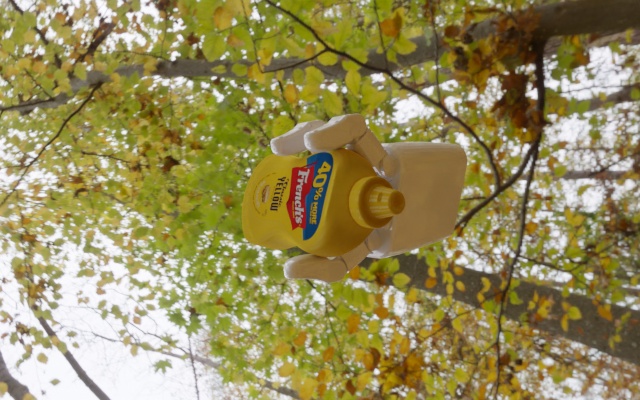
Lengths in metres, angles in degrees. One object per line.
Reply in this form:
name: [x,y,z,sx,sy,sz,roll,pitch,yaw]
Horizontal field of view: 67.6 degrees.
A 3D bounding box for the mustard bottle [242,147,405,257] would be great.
mustard bottle: [0.000,0.001,0.430,0.058,0.096,0.191,22,-13,-36]
